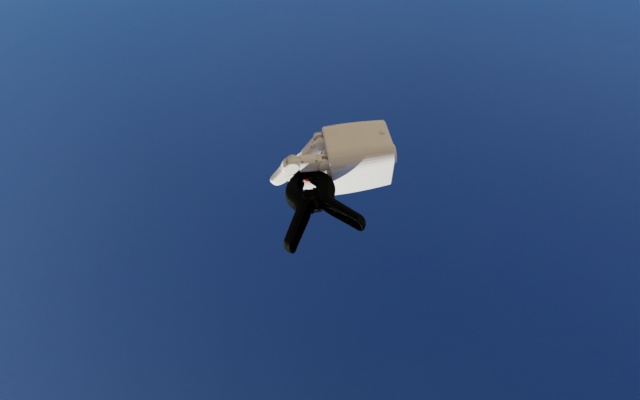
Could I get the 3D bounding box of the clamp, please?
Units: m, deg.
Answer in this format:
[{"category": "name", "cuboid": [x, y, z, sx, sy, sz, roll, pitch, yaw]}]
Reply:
[{"category": "clamp", "cuboid": [0.000, 0.003, 0.727, 0.120, 0.171, 0.039, -7, -43, 0]}]
